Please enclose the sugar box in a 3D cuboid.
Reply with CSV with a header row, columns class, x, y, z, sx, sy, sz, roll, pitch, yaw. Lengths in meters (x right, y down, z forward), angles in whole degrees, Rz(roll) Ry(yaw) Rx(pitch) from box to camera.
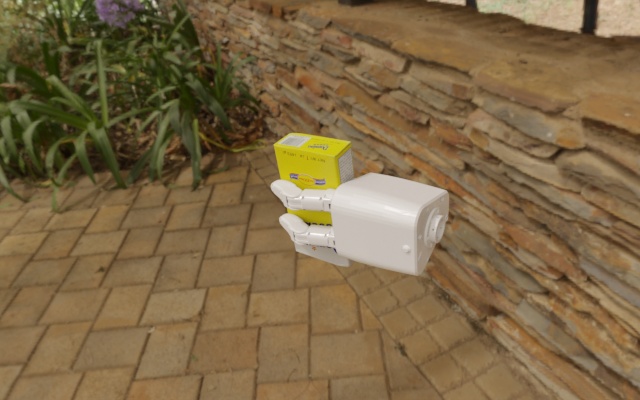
class,x,y,z,sx,sy,sz,roll,pitch,yaw
sugar box,0.000,0.002,0.627,0.093,0.176,0.048,14,38,31
